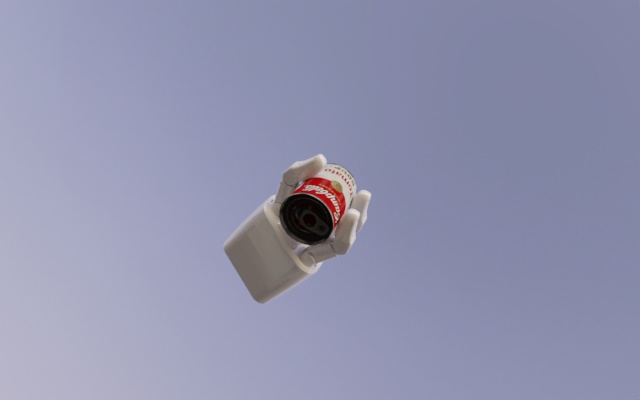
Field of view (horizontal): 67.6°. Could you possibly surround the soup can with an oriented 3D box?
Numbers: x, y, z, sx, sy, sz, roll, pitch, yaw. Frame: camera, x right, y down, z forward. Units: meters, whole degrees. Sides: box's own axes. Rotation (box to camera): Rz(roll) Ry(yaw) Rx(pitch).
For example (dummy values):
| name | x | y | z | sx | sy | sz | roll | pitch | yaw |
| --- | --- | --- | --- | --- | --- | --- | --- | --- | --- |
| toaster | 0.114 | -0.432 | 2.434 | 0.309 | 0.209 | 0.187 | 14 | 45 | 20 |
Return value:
| name | x | y | z | sx | sy | sz | roll | pitch | yaw |
| --- | --- | --- | --- | --- | --- | --- | --- | --- | --- |
| soup can | 0.000 | 0.001 | 0.596 | 0.068 | 0.068 | 0.102 | 0 | 25 | 22 |
